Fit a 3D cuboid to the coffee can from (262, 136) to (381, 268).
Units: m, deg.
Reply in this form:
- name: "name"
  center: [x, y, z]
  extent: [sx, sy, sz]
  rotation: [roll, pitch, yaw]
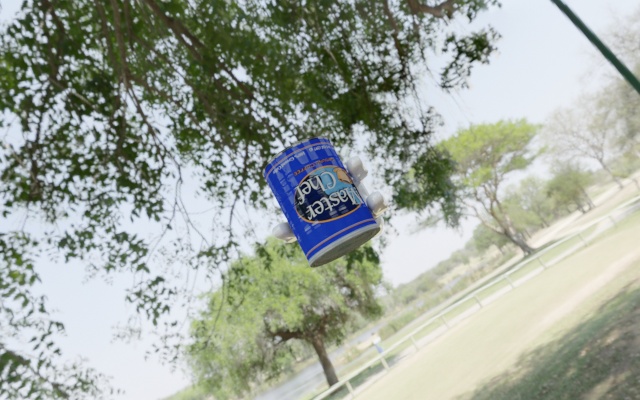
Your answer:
- name: "coffee can"
  center: [0.000, 0.002, 0.625]
  extent: [0.103, 0.140, 0.103]
  rotation: [-27, -15, -7]
